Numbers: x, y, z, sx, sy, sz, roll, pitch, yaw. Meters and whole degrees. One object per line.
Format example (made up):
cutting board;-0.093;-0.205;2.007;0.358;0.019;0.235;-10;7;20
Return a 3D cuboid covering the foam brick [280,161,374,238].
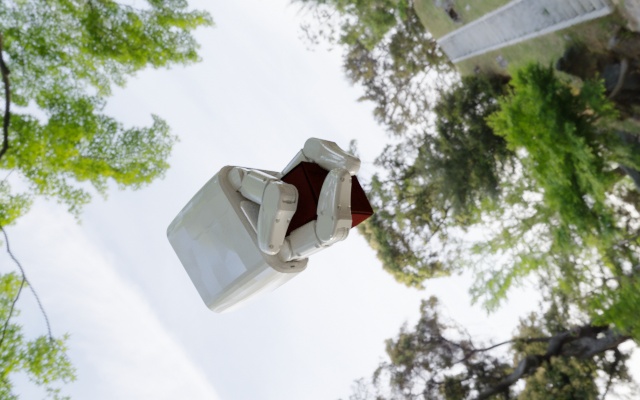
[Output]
foam brick;0.000;0.002;0.444;0.051;0.053;0.078;-38;-27;33
